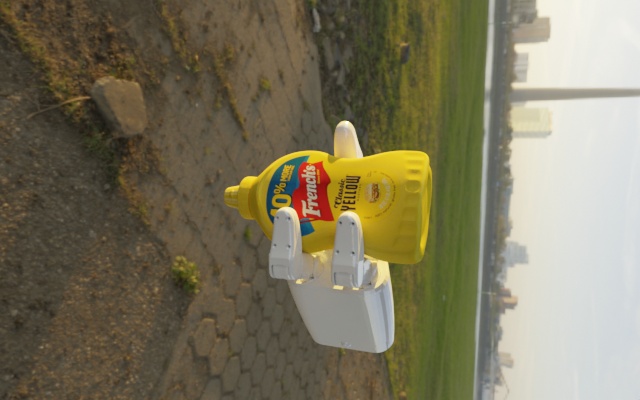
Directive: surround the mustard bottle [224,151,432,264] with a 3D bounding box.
[{"bbox_3d":[0.000,0.001,0.435,0.191,0.096,0.058,3,-21,19],"label":"mustard bottle"}]
